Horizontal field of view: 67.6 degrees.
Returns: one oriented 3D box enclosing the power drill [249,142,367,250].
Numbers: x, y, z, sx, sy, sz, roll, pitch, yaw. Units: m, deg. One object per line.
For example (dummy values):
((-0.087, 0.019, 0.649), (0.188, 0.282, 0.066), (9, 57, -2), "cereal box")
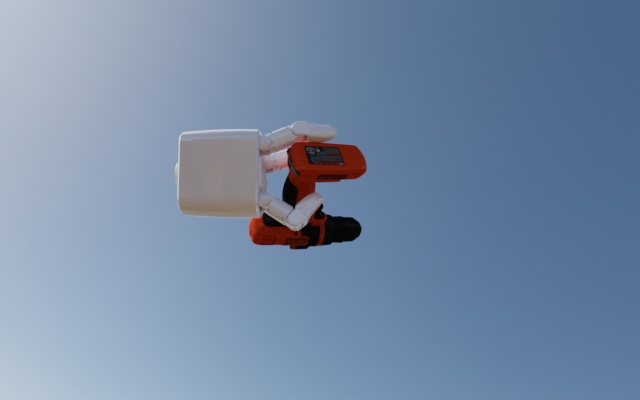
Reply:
((0.000, 0.002, 0.699), (0.184, 0.057, 0.188), (-1, -42, -24), "power drill")
